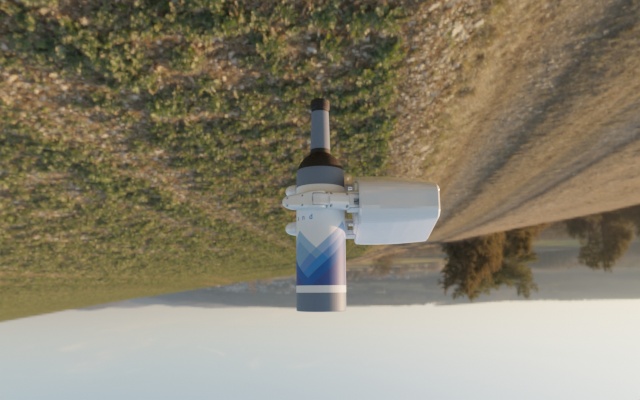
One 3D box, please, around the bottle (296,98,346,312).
[{"bbox_3d":[0.000,0.002,0.661,0.069,0.295,0.069,0,-10,0],"label":"bottle"}]
